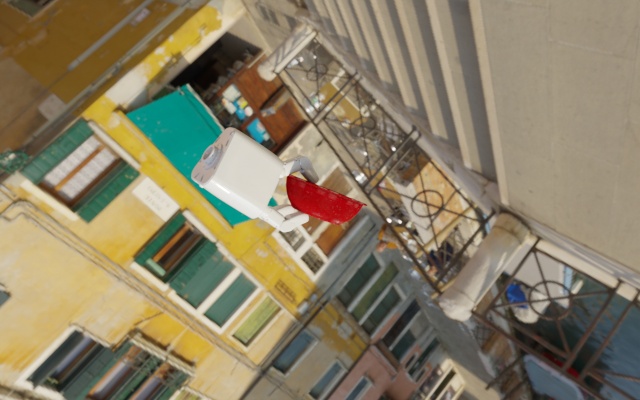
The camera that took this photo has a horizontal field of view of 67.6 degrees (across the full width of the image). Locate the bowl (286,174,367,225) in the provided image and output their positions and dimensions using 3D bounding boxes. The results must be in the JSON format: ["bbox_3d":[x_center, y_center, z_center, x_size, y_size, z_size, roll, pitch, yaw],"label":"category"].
[{"bbox_3d":[0.001,0.004,0.863,0.162,0.055,0.162,21,1,-1],"label":"bowl"}]
